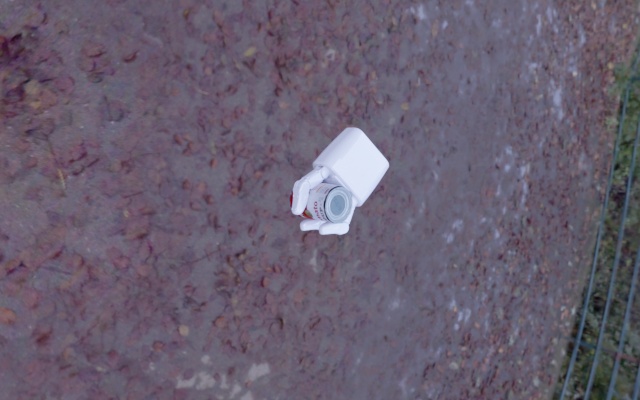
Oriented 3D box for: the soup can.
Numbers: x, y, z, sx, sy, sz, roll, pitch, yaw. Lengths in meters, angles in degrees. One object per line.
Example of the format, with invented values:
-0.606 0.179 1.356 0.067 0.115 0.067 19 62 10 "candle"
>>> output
0.000 0.003 0.862 0.068 0.068 0.102 0 6 -41 "soup can"
